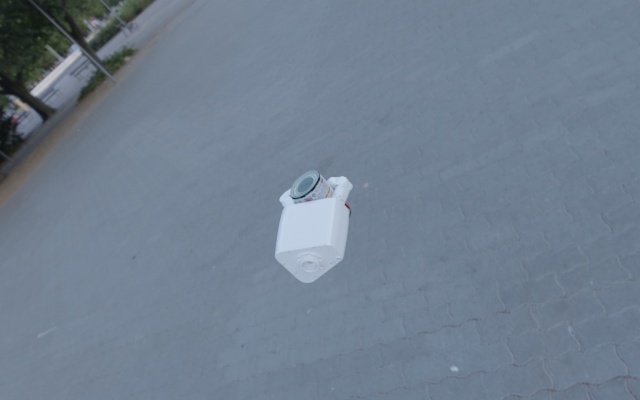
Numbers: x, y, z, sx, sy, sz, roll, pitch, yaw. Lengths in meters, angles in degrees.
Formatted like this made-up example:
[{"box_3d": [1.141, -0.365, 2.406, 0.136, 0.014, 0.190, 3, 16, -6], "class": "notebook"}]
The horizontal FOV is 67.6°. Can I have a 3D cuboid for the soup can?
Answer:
[{"box_3d": [0.000, 0.002, 0.871, 0.068, 0.068, 0.102, 0, -39, 49], "class": "soup can"}]
